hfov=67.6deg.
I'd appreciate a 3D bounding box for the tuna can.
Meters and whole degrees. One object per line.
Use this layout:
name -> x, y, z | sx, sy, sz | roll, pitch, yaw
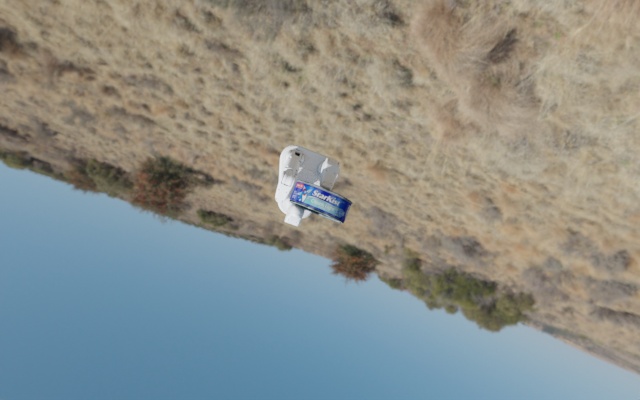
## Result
tuna can -> 0.000, 0.003, 0.681 | 0.086, 0.034, 0.086 | 22, -4, 2
